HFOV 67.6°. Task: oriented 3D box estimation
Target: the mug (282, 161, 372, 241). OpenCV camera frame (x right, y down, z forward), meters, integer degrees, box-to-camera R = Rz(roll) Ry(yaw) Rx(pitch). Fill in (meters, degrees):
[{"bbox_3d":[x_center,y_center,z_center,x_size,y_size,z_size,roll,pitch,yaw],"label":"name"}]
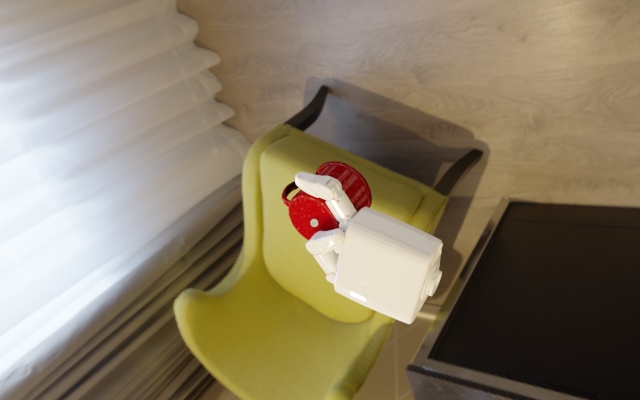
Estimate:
[{"bbox_3d":[-0.001,0.002,0.650,0.117,0.093,0.081,22,43,23],"label":"mug"}]
